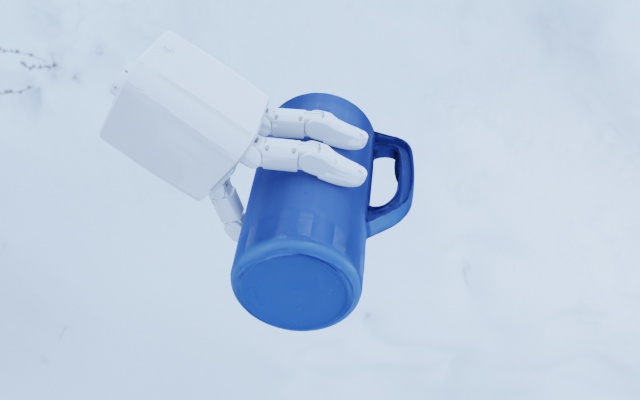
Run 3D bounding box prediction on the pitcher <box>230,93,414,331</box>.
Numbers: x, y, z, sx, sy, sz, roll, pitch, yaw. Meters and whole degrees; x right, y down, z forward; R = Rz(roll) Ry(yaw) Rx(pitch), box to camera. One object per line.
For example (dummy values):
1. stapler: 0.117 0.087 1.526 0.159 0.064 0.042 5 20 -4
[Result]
1. pitcher: 0.000 0.001 0.473 0.145 0.242 0.149 35 -57 -20
